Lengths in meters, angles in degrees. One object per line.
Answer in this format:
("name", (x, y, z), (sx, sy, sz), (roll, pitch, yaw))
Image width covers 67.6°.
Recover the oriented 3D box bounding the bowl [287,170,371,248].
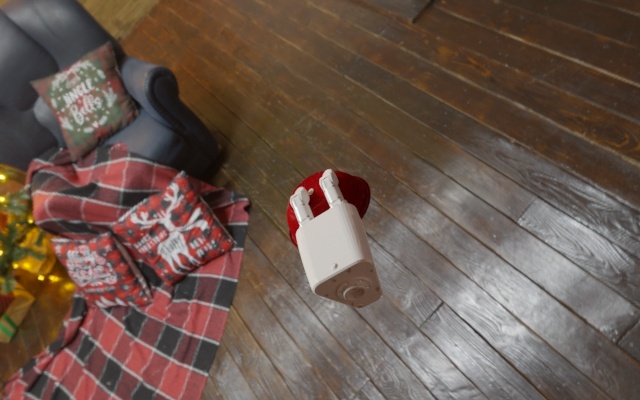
("bowl", (-0.001, 0.002, 0.790), (0.162, 0.162, 0.055), (0, -40, 45))
